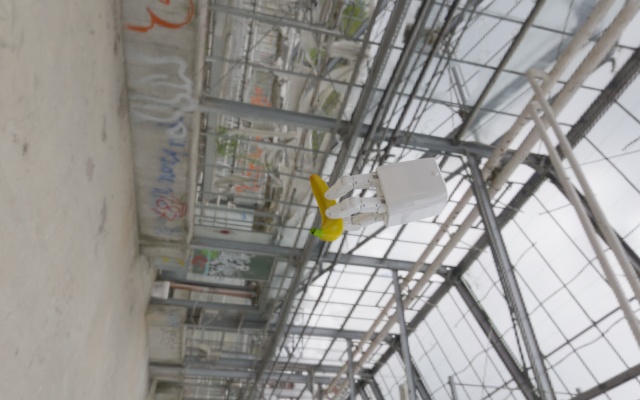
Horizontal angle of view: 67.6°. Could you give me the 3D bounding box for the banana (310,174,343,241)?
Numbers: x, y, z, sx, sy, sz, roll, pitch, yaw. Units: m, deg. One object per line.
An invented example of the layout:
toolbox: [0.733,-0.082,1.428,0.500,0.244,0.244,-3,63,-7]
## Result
banana: [0.011,0.018,0.858,0.037,0.070,0.197,-31,27,14]
